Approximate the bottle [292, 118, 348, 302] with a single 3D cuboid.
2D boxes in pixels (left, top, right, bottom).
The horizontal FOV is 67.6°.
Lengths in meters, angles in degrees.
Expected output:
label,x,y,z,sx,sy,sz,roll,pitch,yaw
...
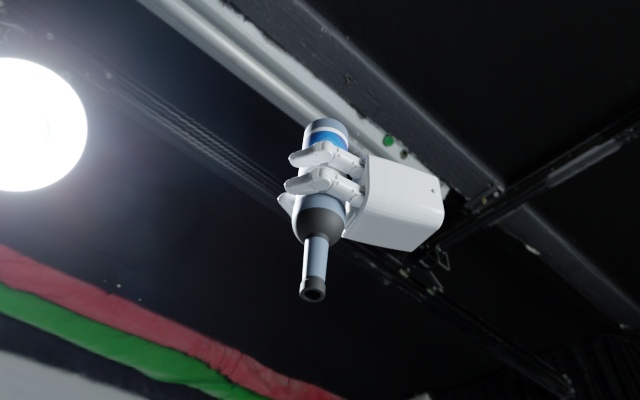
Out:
label,x,y,z,sx,sy,sz,roll,pitch,yaw
bottle,0.000,0.002,0.622,0.069,0.069,0.295,0,43,5
